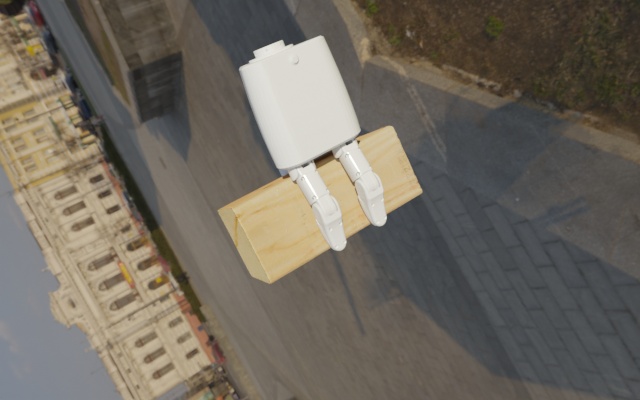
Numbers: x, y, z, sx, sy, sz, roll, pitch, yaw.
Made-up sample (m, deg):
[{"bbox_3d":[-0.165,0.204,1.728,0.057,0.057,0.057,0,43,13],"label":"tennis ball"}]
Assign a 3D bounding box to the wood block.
[{"bbox_3d":[0.000,0.002,0.551,0.206,0.090,0.091,-29,8,-20],"label":"wood block"}]
